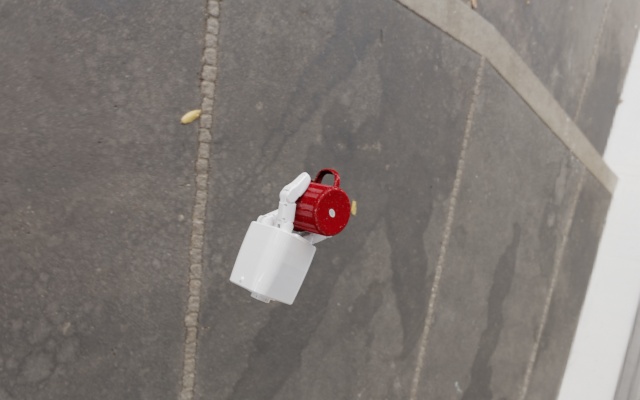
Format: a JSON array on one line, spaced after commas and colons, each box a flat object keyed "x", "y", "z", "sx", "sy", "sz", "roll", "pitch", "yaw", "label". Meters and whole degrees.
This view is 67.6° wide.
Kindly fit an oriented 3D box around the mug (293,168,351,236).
[{"x": 0.001, "y": 0.001, "z": 0.793, "sx": 0.093, "sy": 0.117, "sz": 0.081, "roll": 29, "pitch": -11, "yaw": -40, "label": "mug"}]
